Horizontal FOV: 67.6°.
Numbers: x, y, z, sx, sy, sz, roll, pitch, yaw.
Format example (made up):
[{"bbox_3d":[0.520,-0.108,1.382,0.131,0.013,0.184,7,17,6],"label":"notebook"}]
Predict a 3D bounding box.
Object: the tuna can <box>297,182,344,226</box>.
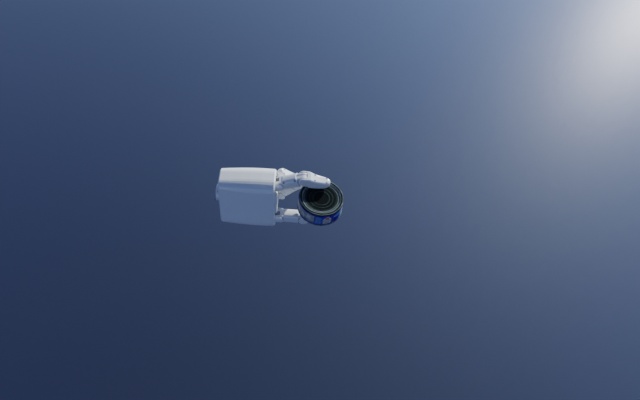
[{"bbox_3d":[0.000,0.003,0.896,0.086,0.086,0.034,0,-36,-8],"label":"tuna can"}]
